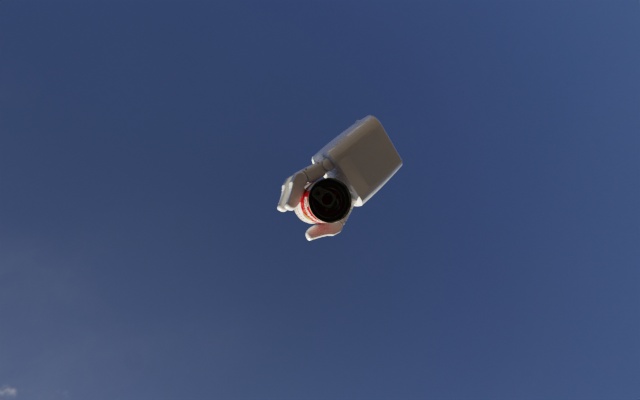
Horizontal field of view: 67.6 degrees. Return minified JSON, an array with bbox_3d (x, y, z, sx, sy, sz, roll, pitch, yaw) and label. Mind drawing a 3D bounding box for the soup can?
[{"bbox_3d":[0.000,0.003,0.754,0.068,0.068,0.102,0,-3,-17],"label":"soup can"}]
